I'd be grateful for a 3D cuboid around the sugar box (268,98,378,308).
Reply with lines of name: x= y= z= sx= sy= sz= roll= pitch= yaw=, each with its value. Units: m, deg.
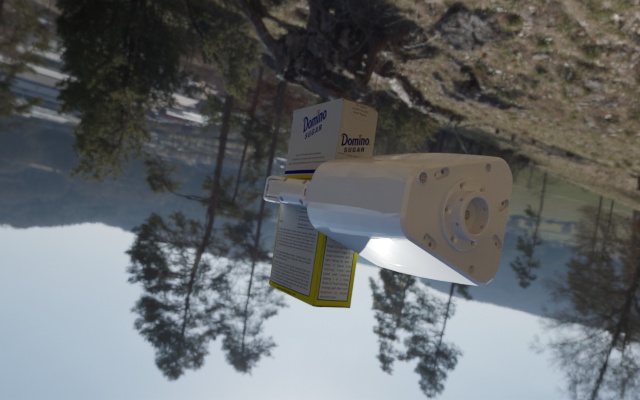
sugar box: x=0.001 y=0.002 z=0.440 sx=0.048 sy=0.176 sz=0.093 roll=13 pitch=-4 yaw=-31
